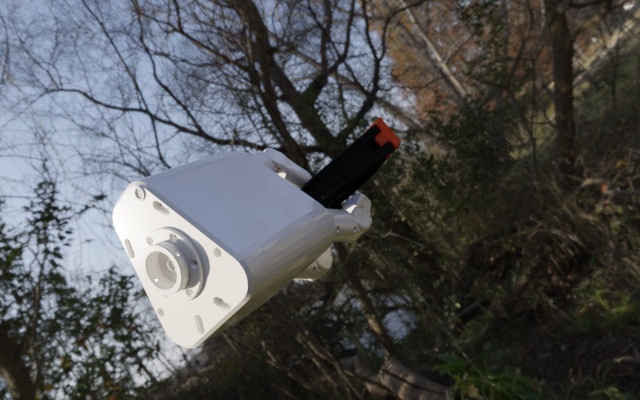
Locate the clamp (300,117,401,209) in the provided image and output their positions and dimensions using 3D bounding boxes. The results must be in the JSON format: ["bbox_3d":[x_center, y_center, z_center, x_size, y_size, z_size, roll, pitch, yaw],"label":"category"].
[{"bbox_3d":[0.000,0.001,0.451,0.210,0.036,0.164,-44,-8,30],"label":"clamp"}]
